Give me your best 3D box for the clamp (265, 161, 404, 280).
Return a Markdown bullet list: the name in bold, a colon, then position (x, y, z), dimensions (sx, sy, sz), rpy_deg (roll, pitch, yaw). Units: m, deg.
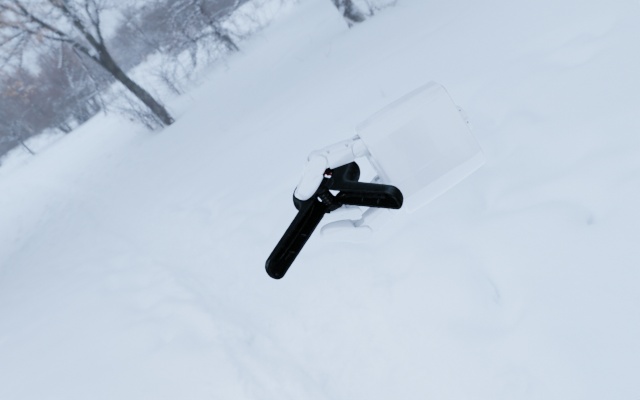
- **clamp**: position (0.000, 0.001, 0.568), dimensions (0.164, 0.036, 0.210), rpy_deg (-34, 24, 6)
